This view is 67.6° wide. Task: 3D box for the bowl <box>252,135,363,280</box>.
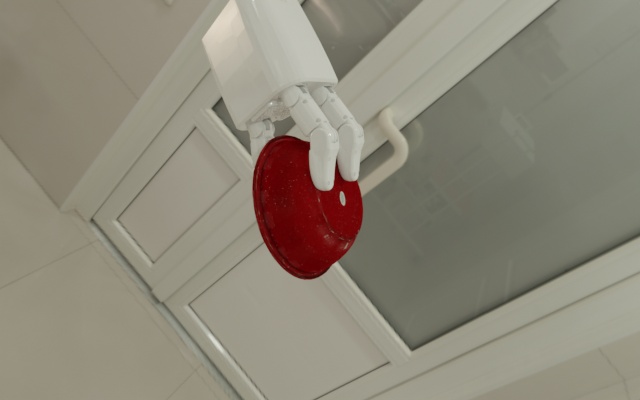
[{"bbox_3d":[0.001,0.003,0.513,0.055,0.162,0.162,-13,-7,32],"label":"bowl"}]
